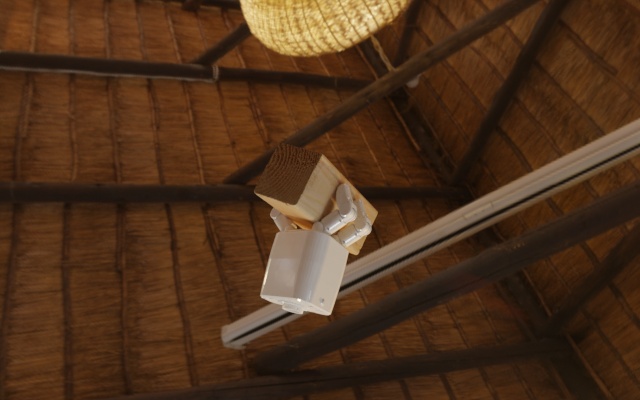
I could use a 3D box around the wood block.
[{"bbox_3d":[0.000,0.003,0.776,0.091,0.090,0.206,18,-15,37],"label":"wood block"}]
